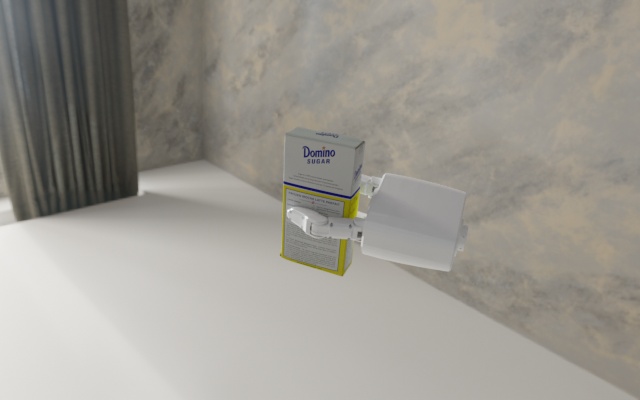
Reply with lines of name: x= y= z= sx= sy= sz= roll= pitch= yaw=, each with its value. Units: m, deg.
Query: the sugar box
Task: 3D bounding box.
sugar box: x=0.000 y=0.002 z=0.604 sx=0.093 sy=0.176 sz=0.048 roll=14 pitch=25 yaw=18
